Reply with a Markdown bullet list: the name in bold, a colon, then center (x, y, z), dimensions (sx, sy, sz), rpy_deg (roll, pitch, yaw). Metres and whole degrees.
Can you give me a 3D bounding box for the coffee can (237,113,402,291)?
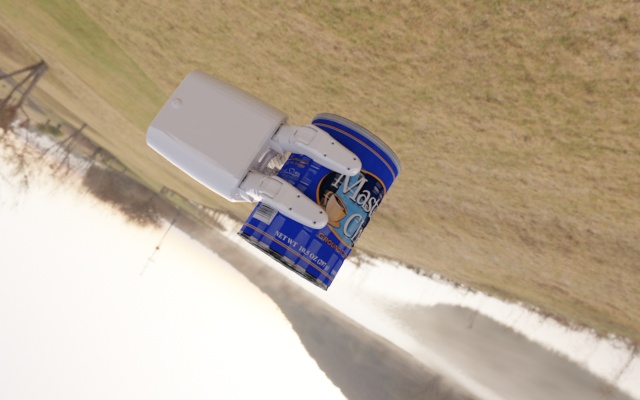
- **coffee can**: center (0.000, 0.002, 0.466), dimensions (0.103, 0.140, 0.103), rpy_deg (31, -11, 7)
